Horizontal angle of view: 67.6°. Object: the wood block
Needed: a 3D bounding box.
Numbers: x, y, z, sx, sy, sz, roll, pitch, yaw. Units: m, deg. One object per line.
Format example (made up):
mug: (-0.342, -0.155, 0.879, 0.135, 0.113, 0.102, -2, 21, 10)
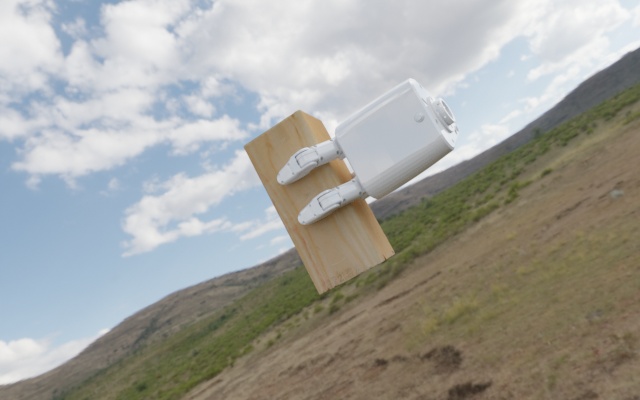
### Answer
wood block: (0.000, 0.002, 0.609, 0.090, 0.206, 0.091, -31, -10, 16)
